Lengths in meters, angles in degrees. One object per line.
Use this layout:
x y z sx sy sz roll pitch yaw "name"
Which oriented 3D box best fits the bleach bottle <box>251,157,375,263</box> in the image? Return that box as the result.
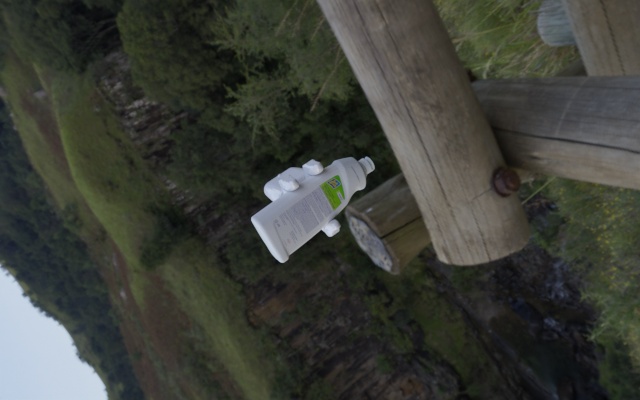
0.000 0.003 0.894 0.251 0.103 0.068 -35 24 -15 "bleach bottle"
